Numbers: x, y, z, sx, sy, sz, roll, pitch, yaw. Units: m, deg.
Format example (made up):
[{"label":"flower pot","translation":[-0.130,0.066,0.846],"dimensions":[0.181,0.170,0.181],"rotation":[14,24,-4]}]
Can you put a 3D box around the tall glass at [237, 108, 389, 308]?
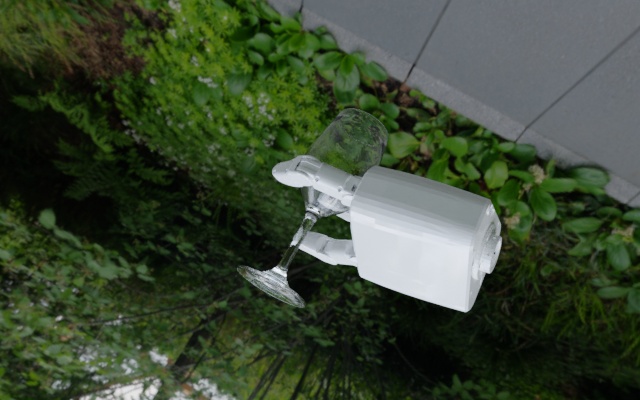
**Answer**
[{"label":"tall glass","translation":[0.000,0.002,0.483],"dimensions":[0.079,0.201,0.079],"rotation":[25,-22,11]}]
